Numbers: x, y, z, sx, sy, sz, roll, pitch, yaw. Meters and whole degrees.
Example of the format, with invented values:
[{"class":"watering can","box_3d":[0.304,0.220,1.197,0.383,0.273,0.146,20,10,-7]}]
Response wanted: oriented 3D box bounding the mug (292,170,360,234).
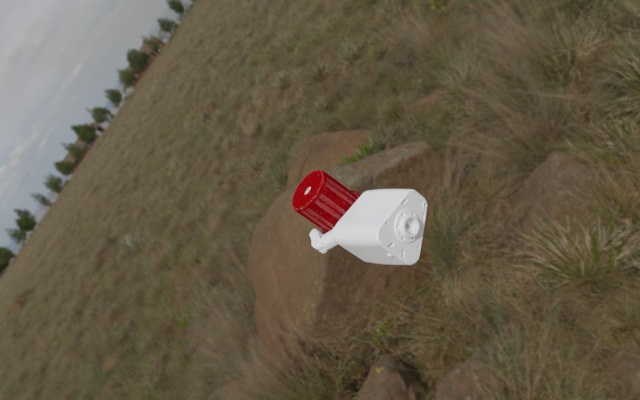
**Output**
[{"class":"mug","box_3d":[-0.001,0.003,0.814,0.081,0.093,0.117,35,-21,-27]}]
